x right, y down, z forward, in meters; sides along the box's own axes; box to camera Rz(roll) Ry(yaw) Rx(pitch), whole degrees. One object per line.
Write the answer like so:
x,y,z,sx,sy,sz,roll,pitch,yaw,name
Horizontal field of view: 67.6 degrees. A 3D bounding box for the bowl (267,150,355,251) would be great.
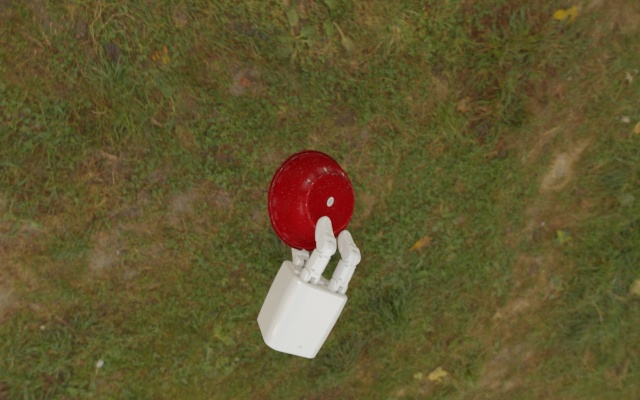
0.001,0.001,0.738,0.162,0.162,0.055,0,4,-37,bowl
